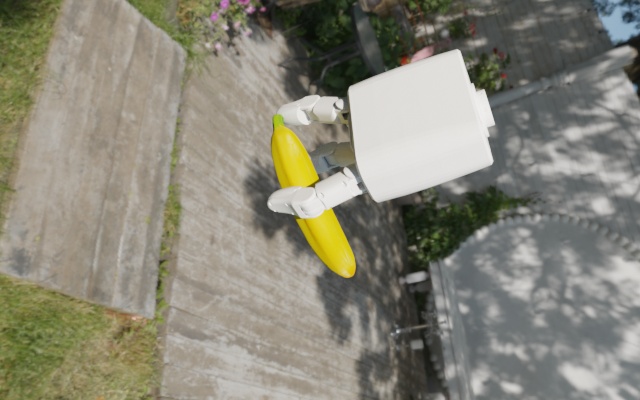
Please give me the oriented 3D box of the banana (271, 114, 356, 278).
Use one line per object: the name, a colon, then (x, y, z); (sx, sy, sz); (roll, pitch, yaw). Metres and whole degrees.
banana: (-0.006, 0.005, 0.494); (0.037, 0.198, 0.069); (-18, 14, 20)
